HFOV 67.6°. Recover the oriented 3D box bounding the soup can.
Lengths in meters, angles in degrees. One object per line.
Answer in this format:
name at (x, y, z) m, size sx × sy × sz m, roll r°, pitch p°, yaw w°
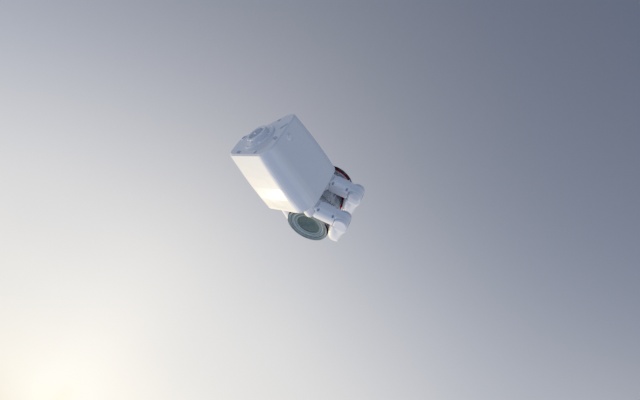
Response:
soup can at (0.000, 0.003, 0.736) m, size 0.068 × 0.068 × 0.102 m, roll 0°, pitch 44°, yaw 33°
